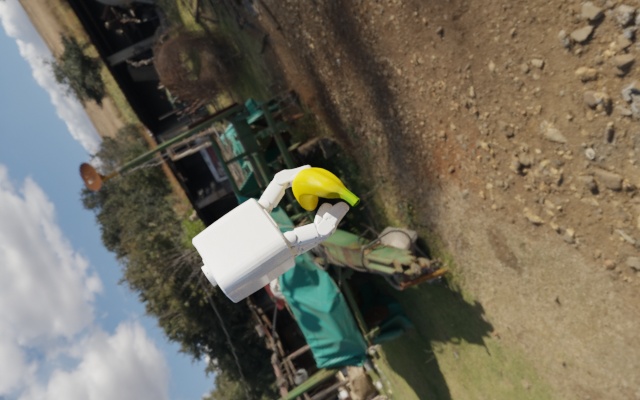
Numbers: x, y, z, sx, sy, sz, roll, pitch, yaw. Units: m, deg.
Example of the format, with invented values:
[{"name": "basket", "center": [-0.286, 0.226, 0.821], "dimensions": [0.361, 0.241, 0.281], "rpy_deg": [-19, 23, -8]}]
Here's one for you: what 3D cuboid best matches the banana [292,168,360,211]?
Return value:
[{"name": "banana", "center": [-0.010, -0.013, 0.664], "dimensions": [0.037, 0.069, 0.198], "rpy_deg": [-37, 9, -14]}]
